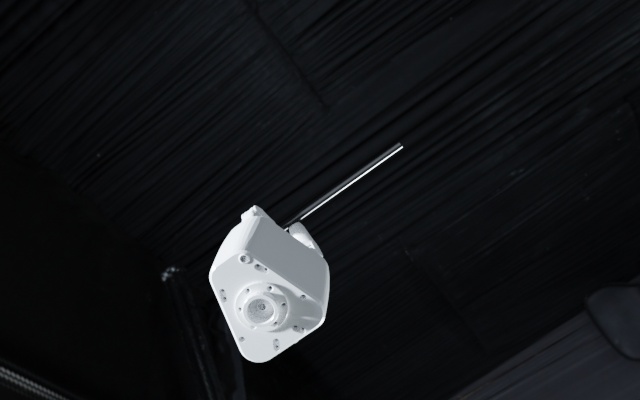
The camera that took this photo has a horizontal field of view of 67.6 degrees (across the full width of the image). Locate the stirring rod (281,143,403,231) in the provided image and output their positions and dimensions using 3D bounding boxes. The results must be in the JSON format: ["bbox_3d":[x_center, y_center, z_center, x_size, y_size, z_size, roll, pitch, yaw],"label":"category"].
[{"bbox_3d":[0.000,0.002,0.594,0.239,0.011,0.011,-35,-6,8],"label":"stirring rod"}]
